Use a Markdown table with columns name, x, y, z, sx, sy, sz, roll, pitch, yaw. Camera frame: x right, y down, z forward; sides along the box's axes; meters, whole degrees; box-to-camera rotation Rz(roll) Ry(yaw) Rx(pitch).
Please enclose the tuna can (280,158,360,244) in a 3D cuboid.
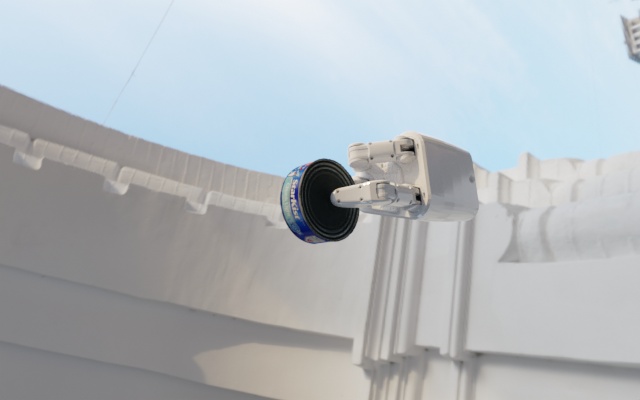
| name | x | y | z | sx | sy | sz | roll | pitch | yaw |
| --- | --- | --- | --- | --- | --- | --- | --- | --- | --- |
| tuna can | 0.000 | 0.002 | 0.494 | 0.086 | 0.086 | 0.034 | 0 | -9 | -45 |
